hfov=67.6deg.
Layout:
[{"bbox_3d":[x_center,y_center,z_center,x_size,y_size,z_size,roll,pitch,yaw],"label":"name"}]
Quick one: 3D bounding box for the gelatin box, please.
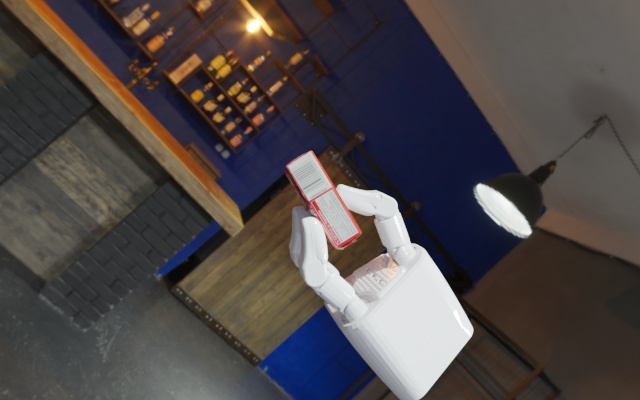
[{"bbox_3d":[0.000,0.001,0.449,0.030,0.089,0.073,-31,1,-5],"label":"gelatin box"}]
